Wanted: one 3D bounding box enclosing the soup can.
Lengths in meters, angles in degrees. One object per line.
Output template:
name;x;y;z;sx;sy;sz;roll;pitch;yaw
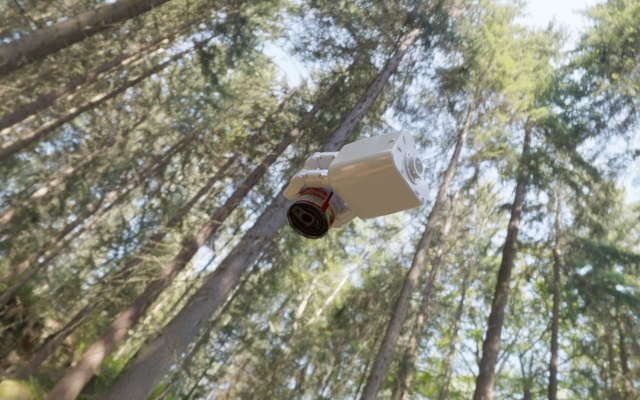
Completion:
soup can;0.000;0.003;0.742;0.068;0.068;0.102;0;34;28
